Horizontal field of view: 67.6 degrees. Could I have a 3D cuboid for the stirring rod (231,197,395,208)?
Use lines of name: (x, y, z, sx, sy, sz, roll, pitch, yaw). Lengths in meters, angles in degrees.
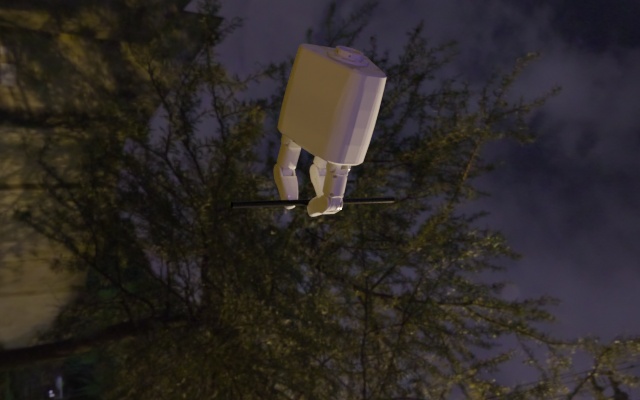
stirring rod: (0.000, 0.002, 0.615, 0.239, 0.011, 0.011, -2, 1, -31)
